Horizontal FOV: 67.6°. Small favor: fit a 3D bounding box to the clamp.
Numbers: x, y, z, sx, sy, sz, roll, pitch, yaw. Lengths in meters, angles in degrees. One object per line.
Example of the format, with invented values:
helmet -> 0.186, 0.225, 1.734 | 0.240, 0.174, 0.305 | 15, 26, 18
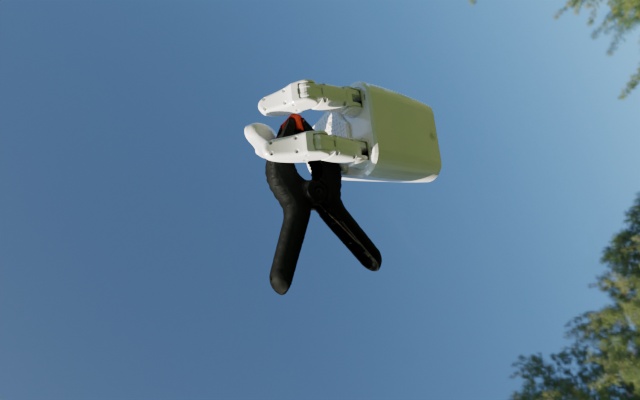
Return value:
clamp -> 0.000, 0.002, 0.462 | 0.120, 0.171, 0.039 | 4, -16, -37
